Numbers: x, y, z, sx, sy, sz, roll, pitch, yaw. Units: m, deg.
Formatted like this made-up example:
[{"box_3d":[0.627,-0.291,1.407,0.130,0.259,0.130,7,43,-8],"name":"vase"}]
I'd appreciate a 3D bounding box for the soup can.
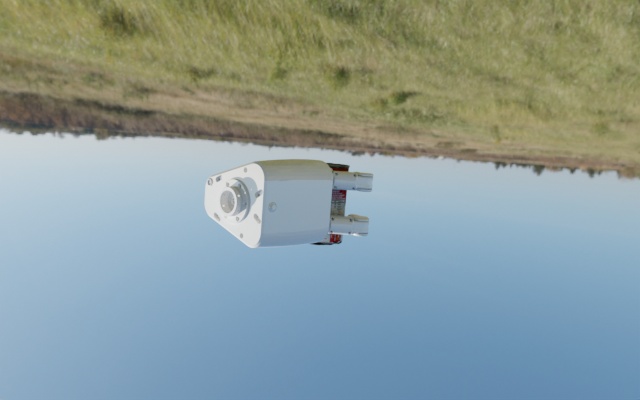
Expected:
[{"box_3d":[0.000,0.002,0.622,0.068,0.102,0.068,5,6,-1],"name":"soup can"}]
